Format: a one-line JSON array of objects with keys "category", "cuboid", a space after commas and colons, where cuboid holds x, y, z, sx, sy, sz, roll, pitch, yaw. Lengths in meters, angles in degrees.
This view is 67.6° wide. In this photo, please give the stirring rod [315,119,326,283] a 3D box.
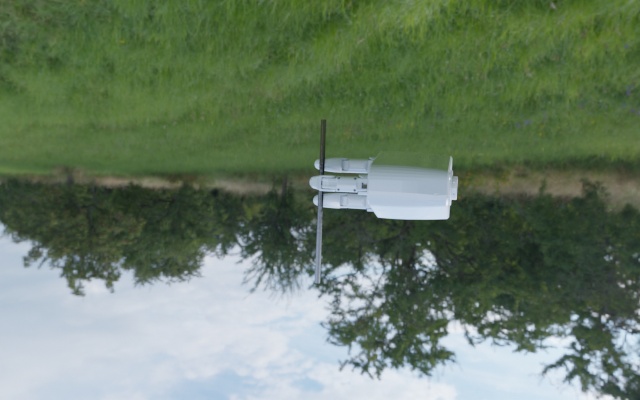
[{"category": "stirring rod", "cuboid": [0.000, 0.002, 0.702, 0.011, 0.239, 0.011, 2, 3, 0]}]
